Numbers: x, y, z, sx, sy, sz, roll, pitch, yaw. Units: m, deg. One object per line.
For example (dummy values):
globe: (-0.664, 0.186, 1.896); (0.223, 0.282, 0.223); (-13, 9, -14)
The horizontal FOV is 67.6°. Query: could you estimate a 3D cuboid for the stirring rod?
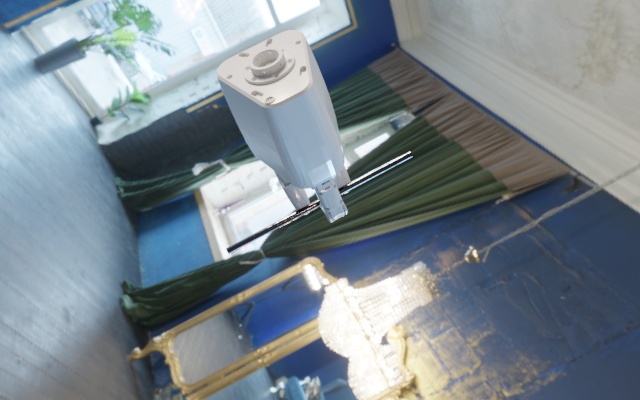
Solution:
stirring rod: (0.000, 0.002, 0.552); (0.239, 0.011, 0.011); (-28, 2, -4)
